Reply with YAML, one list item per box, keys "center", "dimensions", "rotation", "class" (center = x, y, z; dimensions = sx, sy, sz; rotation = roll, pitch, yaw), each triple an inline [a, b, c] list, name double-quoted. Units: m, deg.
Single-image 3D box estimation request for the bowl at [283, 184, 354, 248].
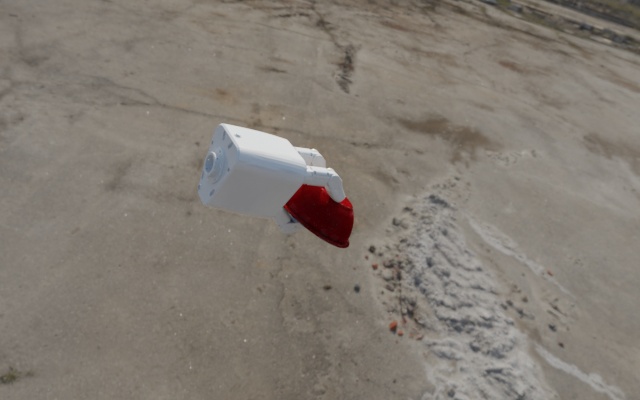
- center: [0.001, 0.002, 0.767]
  dimensions: [0.162, 0.055, 0.162]
  rotation: [38, 12, -10]
  class: "bowl"
